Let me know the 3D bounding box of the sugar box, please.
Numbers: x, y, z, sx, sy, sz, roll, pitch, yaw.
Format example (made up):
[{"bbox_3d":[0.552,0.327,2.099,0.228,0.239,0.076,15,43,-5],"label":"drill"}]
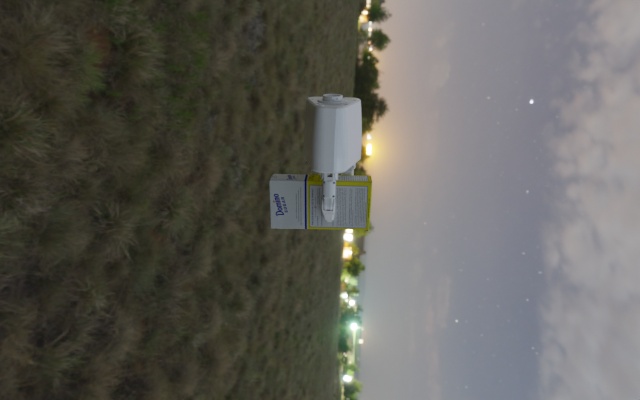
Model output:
[{"bbox_3d":[0.000,0.002,0.840,0.176,0.093,0.048,3,20,4],"label":"sugar box"}]
